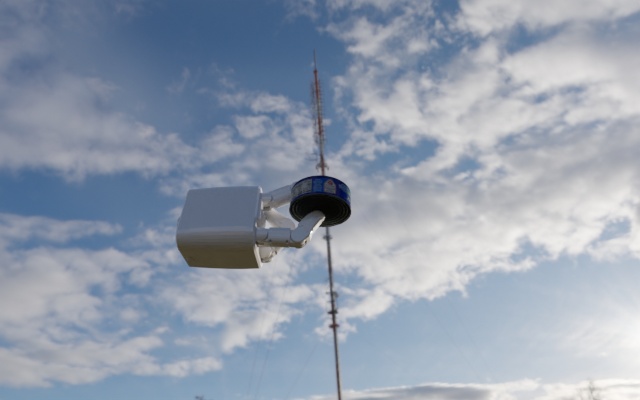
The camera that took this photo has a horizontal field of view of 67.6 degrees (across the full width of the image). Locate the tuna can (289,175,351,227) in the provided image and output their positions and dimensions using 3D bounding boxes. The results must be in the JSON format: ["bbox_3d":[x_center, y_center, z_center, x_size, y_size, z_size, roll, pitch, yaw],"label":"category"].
[{"bbox_3d":[0.000,0.002,0.665,0.086,0.033,0.086,2,-33,1],"label":"tuna can"}]
